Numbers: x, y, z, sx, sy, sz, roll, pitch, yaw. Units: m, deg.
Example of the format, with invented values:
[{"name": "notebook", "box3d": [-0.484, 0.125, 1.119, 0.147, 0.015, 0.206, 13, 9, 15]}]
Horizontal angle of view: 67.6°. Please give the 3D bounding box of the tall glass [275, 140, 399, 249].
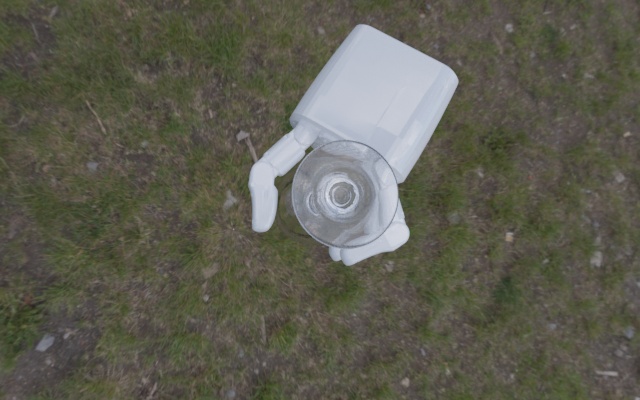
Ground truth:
[{"name": "tall glass", "box3d": [0.000, 0.001, 0.418, 0.079, 0.079, 0.201, 0, -4, -10]}]
